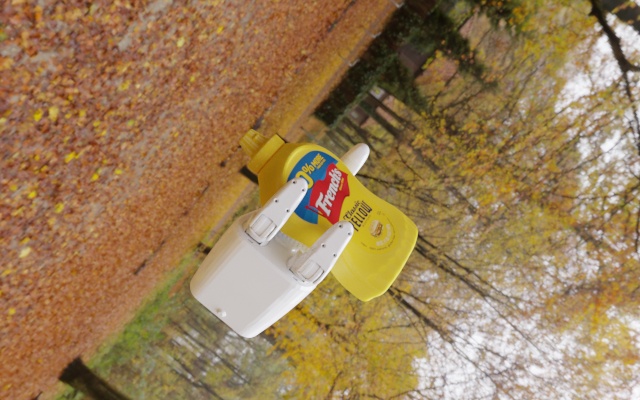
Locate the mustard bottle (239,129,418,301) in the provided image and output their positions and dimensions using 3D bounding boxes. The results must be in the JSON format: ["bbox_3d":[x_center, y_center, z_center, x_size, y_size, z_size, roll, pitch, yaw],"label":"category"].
[{"bbox_3d":[0.000,0.001,0.458,0.191,0.096,0.058,41,-34,-5],"label":"mustard bottle"}]
